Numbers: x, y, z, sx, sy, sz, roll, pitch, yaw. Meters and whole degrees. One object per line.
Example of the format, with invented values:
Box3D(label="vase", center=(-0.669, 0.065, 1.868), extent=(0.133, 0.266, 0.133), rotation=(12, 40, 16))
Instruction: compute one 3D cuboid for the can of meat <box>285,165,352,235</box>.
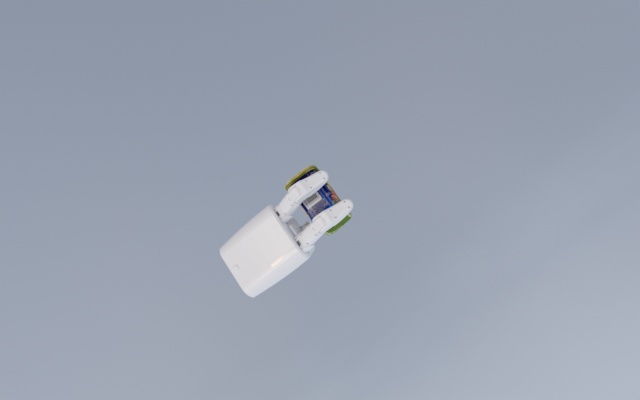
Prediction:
Box3D(label="can of meat", center=(0.000, 0.003, 0.731), extent=(0.057, 0.084, 0.102), rotation=(-37, -16, 4))
